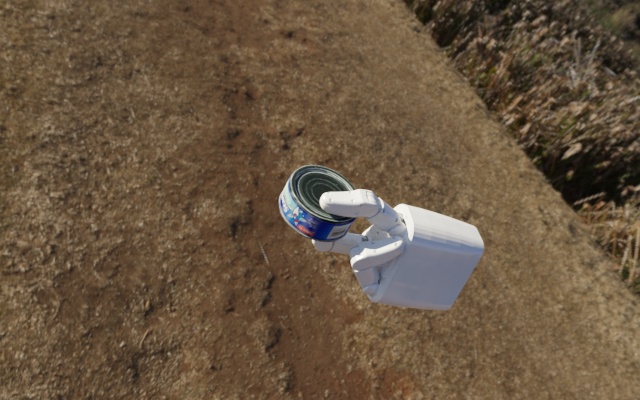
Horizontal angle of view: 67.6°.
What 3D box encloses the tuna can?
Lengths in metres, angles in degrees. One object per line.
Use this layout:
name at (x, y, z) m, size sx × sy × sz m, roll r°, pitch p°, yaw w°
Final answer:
tuna can at (0.000, 0.001, 0.521) m, size 0.086 × 0.086 × 0.034 m, roll 0°, pitch -41°, yaw -31°
